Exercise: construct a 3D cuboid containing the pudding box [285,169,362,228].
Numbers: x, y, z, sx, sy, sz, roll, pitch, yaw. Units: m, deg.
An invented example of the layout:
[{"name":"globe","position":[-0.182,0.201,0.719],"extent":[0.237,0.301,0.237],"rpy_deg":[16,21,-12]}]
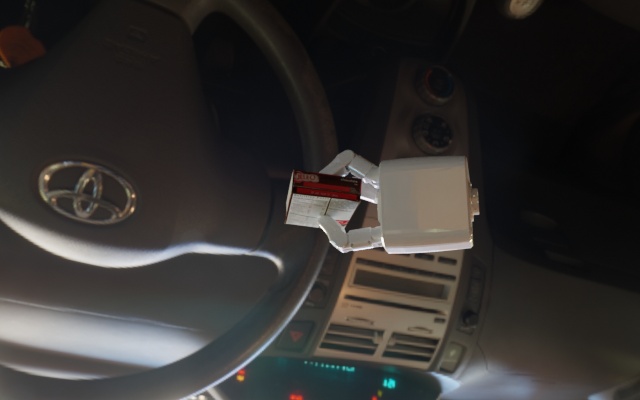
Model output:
[{"name":"pudding box","position":[0.000,0.002,0.646],"extent":[0.090,0.039,0.113],"rpy_deg":[8,-26,-6]}]
